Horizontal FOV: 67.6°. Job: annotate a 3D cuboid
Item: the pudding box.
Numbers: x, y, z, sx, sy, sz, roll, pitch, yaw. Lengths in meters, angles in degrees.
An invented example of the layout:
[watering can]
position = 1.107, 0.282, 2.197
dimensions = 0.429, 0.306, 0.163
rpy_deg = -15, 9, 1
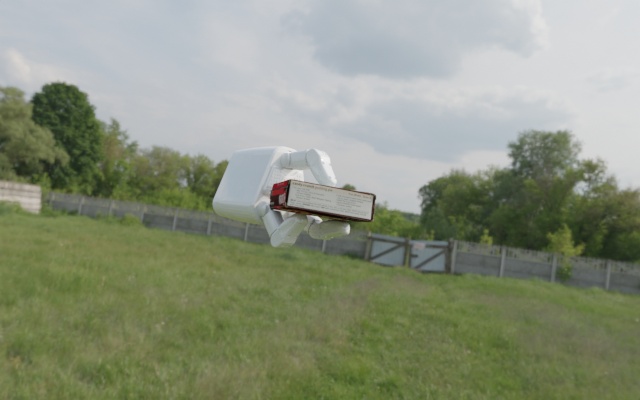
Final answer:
[pudding box]
position = 0.000, 0.002, 0.596
dimensions = 0.113, 0.039, 0.090
rpy_deg = 8, -3, -17
